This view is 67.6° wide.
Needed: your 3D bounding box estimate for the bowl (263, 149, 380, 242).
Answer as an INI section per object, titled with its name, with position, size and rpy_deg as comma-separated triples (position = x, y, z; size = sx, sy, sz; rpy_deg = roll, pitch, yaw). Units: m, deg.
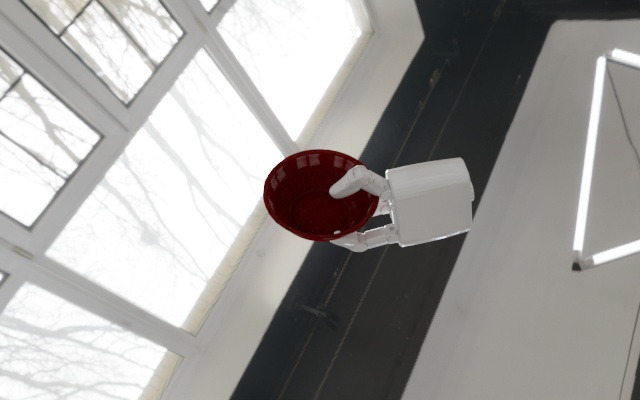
[bowl]
position = -0.001, 0.002, 0.679
size = 0.162, 0.162, 0.055
rpy_deg = 0, -39, -2
